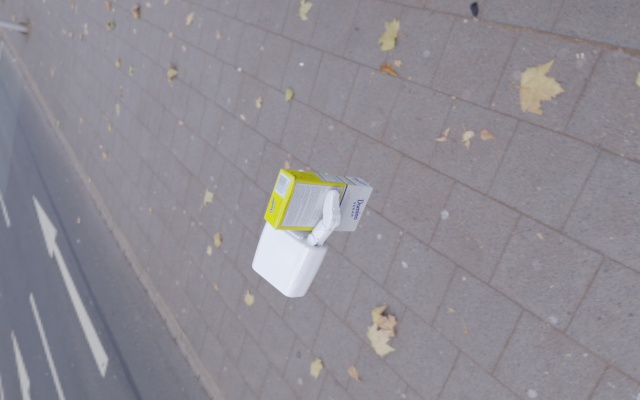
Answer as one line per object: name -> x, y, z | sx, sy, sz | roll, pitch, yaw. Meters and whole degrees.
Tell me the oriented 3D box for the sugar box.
sugar box -> 0.000, 0.002, 0.805 | 0.176, 0.093, 0.048 | 4, 26, -42
